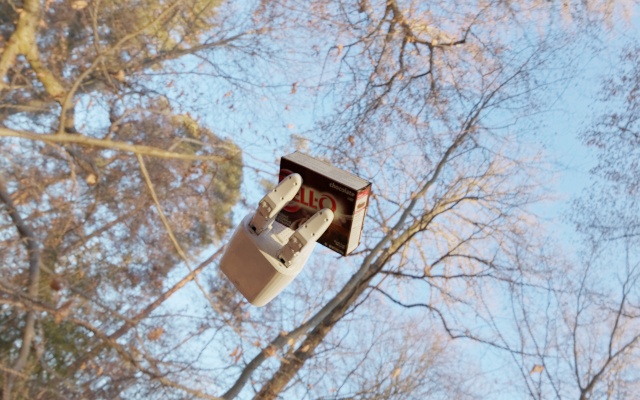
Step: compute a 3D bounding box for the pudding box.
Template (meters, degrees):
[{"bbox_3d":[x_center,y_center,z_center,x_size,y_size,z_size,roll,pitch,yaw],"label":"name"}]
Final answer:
[{"bbox_3d":[0.000,0.002,0.567,0.113,0.090,0.039,24,34,26],"label":"pudding box"}]
